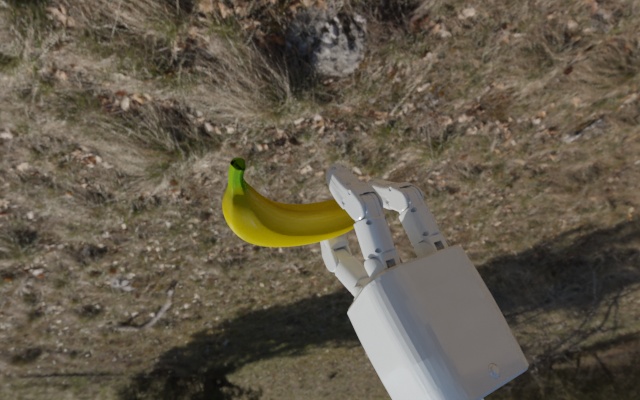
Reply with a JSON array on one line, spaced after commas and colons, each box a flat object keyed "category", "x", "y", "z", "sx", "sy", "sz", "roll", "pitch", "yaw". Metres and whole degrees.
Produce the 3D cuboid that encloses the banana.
[{"category": "banana", "x": -0.015, "y": 0.012, "z": 0.409, "sx": 0.070, "sy": 0.037, "sz": 0.198, "roll": -41, "pitch": -28, "yaw": 26}]
